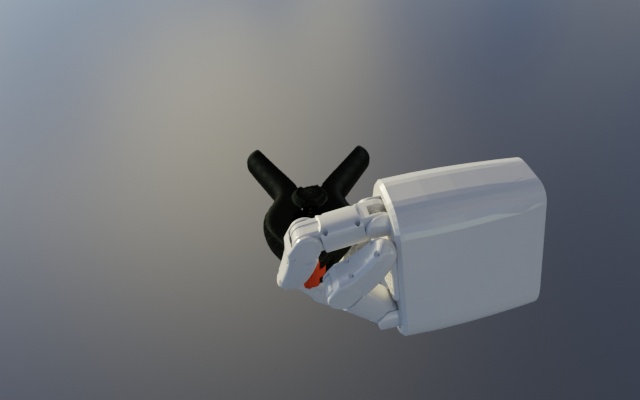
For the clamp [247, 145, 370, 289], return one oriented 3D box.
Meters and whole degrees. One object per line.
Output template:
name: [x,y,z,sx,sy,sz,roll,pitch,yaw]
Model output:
clamp: [0.000,0.001,0.425,0.120,0.039,0.171,-13,43,-3]
